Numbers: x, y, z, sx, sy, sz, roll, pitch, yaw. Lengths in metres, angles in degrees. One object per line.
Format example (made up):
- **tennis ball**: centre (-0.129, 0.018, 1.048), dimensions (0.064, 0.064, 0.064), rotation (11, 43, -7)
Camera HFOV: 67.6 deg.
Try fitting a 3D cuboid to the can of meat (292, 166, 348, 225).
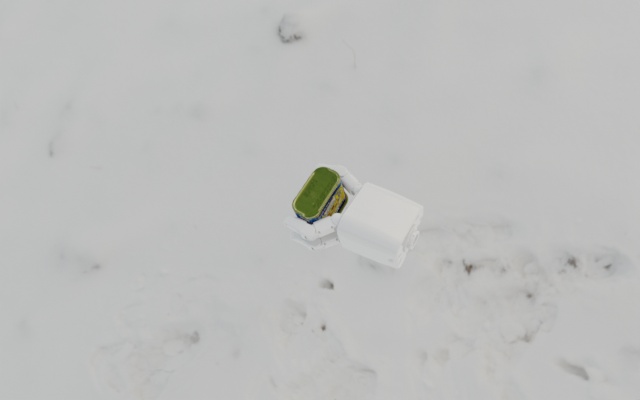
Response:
- **can of meat**: centre (0.000, 0.002, 0.819), dimensions (0.057, 0.102, 0.084), rotation (26, -18, 21)
